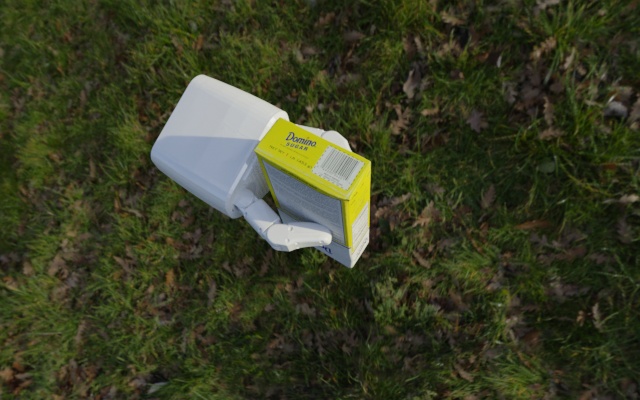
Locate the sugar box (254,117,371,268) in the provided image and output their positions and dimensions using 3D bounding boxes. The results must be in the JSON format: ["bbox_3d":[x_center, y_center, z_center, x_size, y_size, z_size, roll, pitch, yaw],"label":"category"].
[{"bbox_3d":[0.000,0.001,0.464,0.093,0.048,0.176,29,-17,17],"label":"sugar box"}]
